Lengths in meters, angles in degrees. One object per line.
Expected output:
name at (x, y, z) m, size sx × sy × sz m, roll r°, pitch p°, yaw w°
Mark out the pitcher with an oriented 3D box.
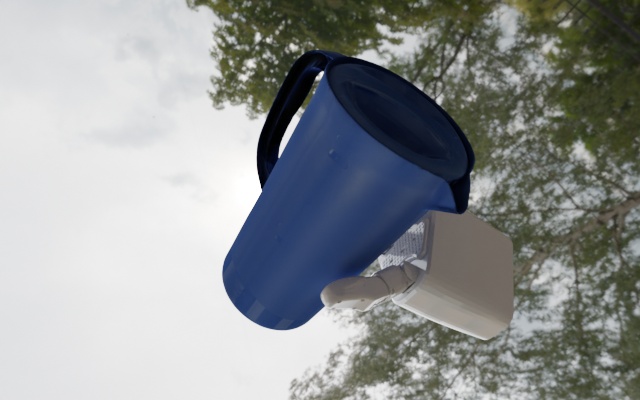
pitcher at (0.000, 0.002, 0.423) m, size 0.145 × 0.243 × 0.149 m, roll 25°, pitch 37°, yaw -17°
